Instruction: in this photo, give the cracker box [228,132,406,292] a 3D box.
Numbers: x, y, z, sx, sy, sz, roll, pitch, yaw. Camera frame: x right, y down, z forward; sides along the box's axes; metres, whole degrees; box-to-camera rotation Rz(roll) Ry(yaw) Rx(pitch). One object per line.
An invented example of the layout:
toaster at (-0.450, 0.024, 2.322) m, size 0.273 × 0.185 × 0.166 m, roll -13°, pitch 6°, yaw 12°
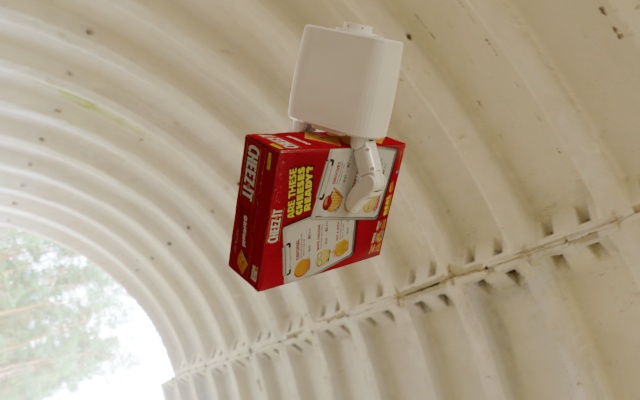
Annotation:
cracker box at (0.000, 0.002, 0.584) m, size 0.213 × 0.164 × 0.072 m, roll -9°, pitch 27°, yaw -44°
